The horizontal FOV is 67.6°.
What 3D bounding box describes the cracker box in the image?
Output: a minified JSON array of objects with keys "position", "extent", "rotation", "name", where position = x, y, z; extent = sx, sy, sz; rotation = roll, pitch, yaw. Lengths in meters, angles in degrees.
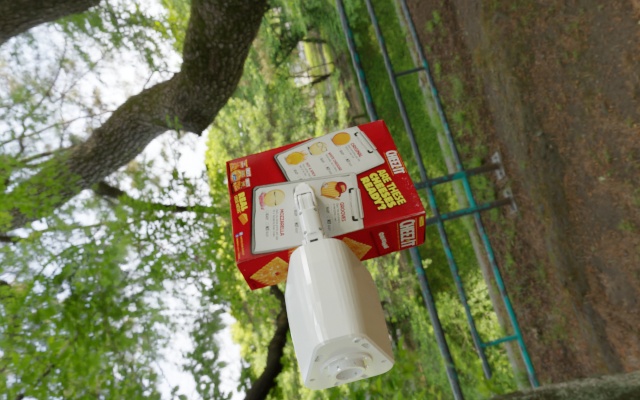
[{"position":[0.000,0.002,0.585],"extent":[0.214,0.164,0.072],"rotation":[-15,-40,-1],"name":"cracker box"}]
